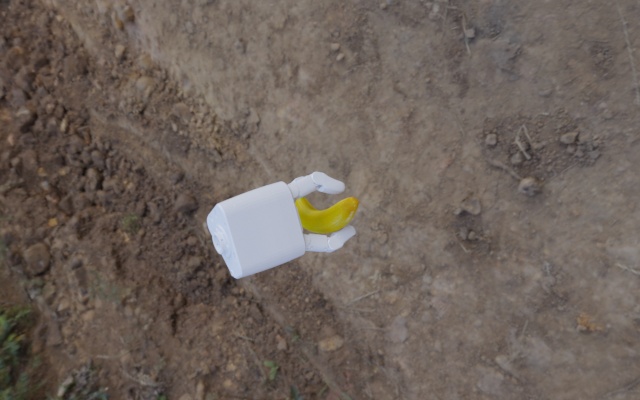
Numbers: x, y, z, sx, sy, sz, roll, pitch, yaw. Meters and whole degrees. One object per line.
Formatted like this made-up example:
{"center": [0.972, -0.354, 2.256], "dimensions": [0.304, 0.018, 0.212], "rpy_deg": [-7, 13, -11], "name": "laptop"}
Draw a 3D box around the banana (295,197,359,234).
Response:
{"center": [0.000, 0.020, 0.771], "dimensions": [0.037, 0.069, 0.198], "rpy_deg": [-11, 12, -29], "name": "banana"}
